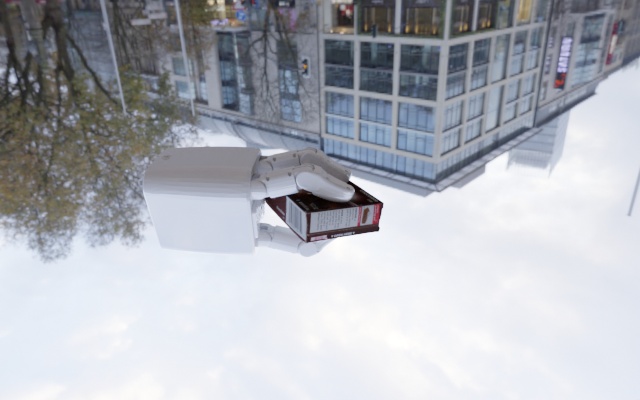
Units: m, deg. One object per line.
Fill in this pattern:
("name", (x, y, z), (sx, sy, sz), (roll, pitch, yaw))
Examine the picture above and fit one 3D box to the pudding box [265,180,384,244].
("pudding box", (0.000, 0.002, 0.518), (0.090, 0.039, 0.113), (-8, 27, -26))
